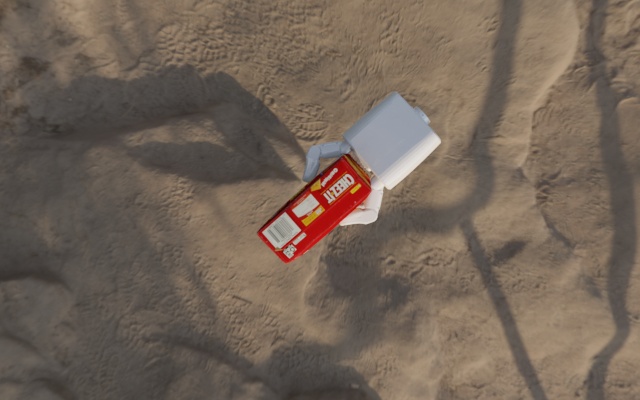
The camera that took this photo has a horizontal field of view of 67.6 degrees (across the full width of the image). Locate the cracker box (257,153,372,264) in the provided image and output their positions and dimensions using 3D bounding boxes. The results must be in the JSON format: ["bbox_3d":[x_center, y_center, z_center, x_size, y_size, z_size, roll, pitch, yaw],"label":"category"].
[{"bbox_3d":[0.000,0.002,0.758,0.164,0.072,0.213,-42,3,9],"label":"cracker box"}]
